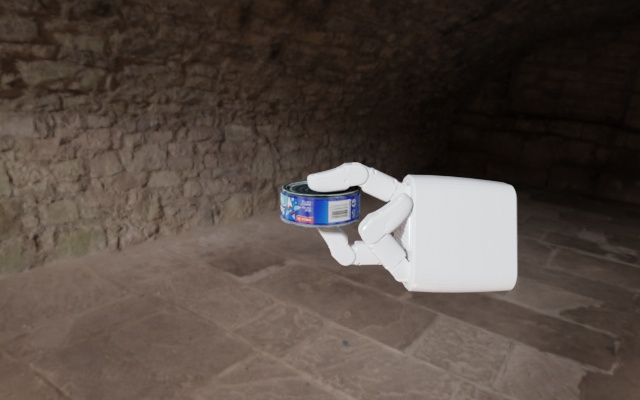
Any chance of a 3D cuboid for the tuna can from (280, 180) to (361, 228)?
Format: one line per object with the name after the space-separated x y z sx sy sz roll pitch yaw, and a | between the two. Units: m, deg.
0.000 0.001 0.508 0.086 0.034 0.086 0 13 0 | tuna can
